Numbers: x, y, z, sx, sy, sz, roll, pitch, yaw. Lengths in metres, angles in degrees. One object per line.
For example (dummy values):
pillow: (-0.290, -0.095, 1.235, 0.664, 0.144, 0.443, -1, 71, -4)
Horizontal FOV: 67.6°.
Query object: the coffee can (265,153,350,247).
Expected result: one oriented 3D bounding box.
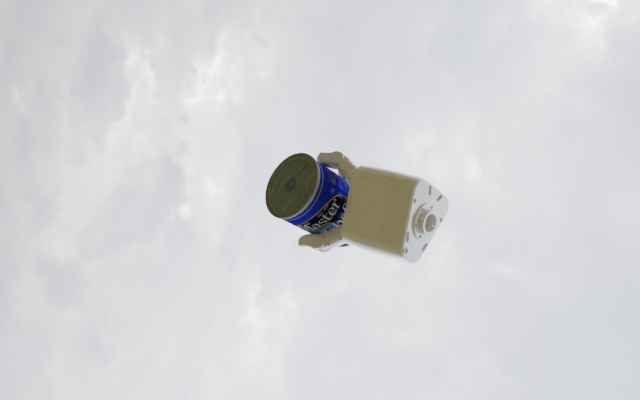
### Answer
coffee can: (0.000, 0.002, 0.735, 0.103, 0.102, 0.140, 0, -21, 43)
